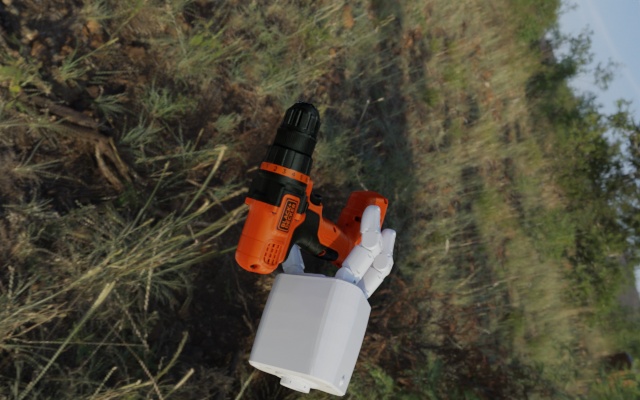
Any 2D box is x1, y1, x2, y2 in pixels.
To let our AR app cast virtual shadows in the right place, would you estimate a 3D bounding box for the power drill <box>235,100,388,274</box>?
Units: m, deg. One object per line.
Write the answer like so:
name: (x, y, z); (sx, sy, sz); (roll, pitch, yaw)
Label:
power drill: (0.000, 0.002, 0.547); (0.057, 0.184, 0.188); (18, -2, 44)
